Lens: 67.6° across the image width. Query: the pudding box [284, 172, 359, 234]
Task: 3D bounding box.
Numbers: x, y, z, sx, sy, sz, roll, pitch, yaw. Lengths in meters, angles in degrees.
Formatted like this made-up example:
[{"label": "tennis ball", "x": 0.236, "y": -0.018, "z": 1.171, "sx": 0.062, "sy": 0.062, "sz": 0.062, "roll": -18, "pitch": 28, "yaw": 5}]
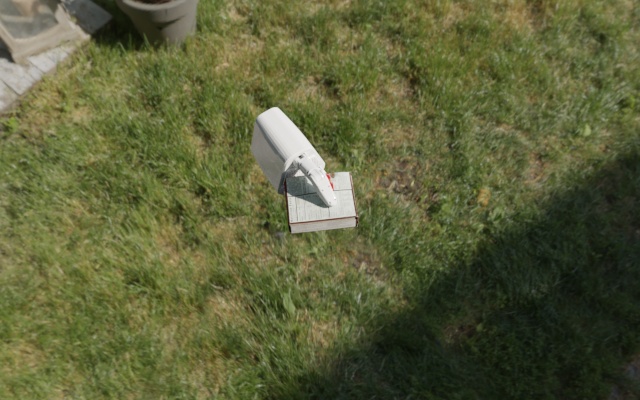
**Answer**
[{"label": "pudding box", "x": 0.000, "y": 0.002, "z": 0.777, "sx": 0.113, "sy": 0.090, "sz": 0.039, "roll": -7, "pitch": -29, "yaw": 0}]
